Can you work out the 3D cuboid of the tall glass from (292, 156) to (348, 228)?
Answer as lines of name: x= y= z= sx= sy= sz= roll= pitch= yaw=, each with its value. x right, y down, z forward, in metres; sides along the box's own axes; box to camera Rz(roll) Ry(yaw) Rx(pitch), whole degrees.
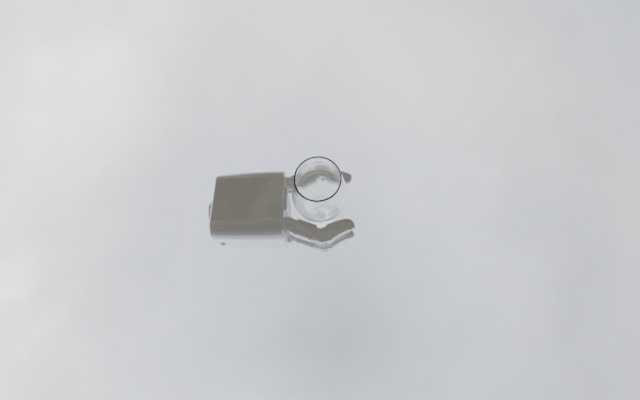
tall glass: x=0.000 y=0.002 z=0.700 sx=0.079 sy=0.079 sz=0.201 roll=0 pitch=-18 yaw=2
